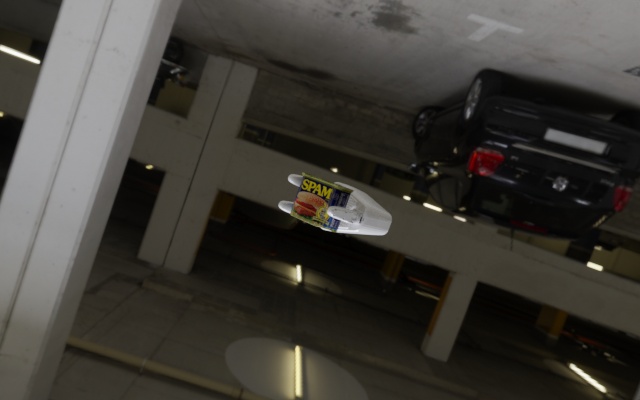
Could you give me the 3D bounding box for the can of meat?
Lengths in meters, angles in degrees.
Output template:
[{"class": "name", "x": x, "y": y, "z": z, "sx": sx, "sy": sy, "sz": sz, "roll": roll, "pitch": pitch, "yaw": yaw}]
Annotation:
[{"class": "can of meat", "x": 0.000, "y": 0.003, "z": 0.888, "sx": 0.102, "sy": 0.084, "sz": 0.057, "roll": 22, "pitch": 5, "yaw": 34}]
